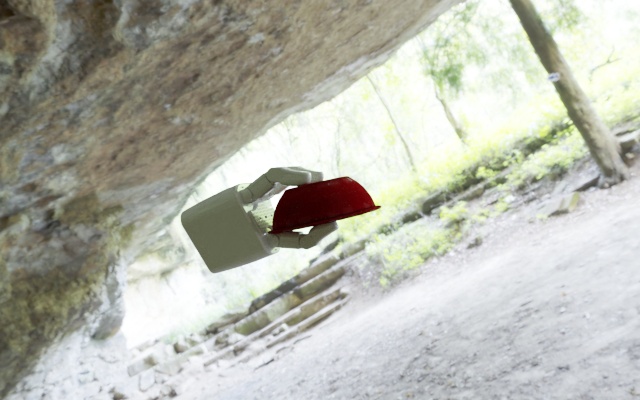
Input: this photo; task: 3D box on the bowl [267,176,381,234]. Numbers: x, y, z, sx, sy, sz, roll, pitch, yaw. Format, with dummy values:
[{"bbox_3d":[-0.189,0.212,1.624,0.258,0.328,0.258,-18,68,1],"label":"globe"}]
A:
[{"bbox_3d":[0.001,0.001,0.664,0.162,0.055,0.162,-13,1,0],"label":"bowl"}]
